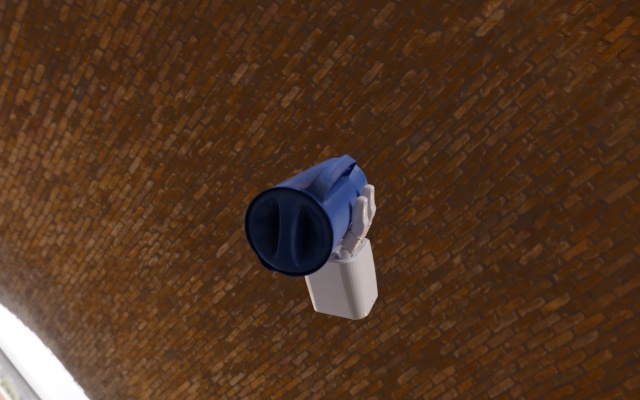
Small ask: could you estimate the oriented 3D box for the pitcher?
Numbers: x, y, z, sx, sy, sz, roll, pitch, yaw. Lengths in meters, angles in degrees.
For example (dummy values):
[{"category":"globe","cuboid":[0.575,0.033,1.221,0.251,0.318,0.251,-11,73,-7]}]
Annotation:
[{"category":"pitcher","cuboid":[0.000,0.003,0.748,0.149,0.145,0.242,-7,16,23]}]
